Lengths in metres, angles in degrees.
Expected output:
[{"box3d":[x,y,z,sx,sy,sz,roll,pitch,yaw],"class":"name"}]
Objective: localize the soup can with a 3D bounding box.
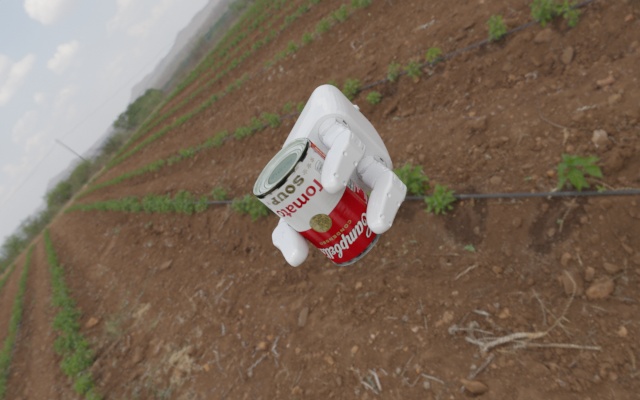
[{"box3d":[0.000,0.002,0.423,0.102,0.068,0.068,42,-19,-22],"class":"soup can"}]
